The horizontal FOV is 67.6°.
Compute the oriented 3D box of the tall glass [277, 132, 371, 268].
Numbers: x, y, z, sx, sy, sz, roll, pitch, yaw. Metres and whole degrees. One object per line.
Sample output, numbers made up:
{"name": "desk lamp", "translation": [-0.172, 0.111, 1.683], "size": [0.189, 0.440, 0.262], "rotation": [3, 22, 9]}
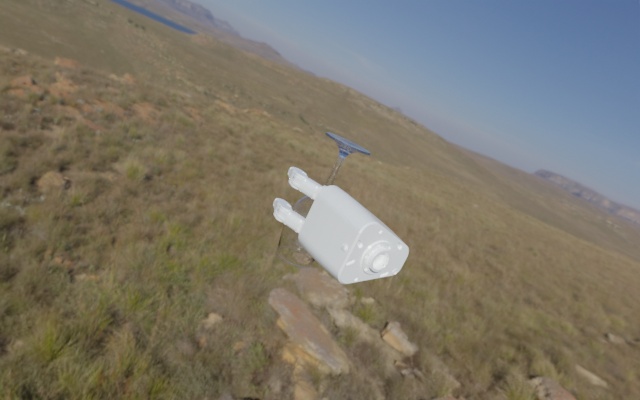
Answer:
{"name": "tall glass", "translation": [0.000, 0.002, 0.731], "size": [0.079, 0.201, 0.079], "rotation": [24, 13, -6]}
